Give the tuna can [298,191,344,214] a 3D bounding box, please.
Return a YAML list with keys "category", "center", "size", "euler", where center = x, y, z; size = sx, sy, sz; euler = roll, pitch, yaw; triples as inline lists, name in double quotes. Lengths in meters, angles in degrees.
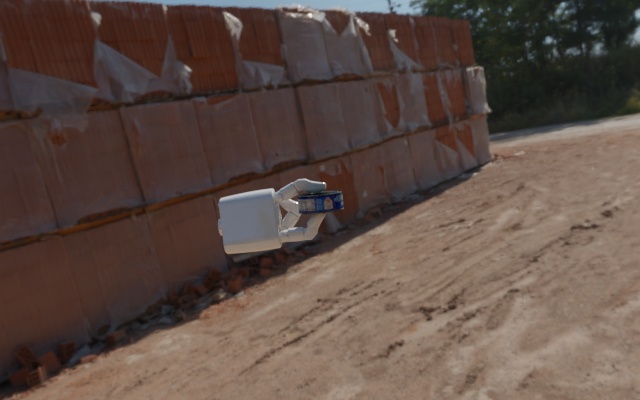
- category: "tuna can"
  center: [0.000, 0.002, 0.895]
  size: [0.086, 0.034, 0.086]
  euler: [-6, 5, 1]
